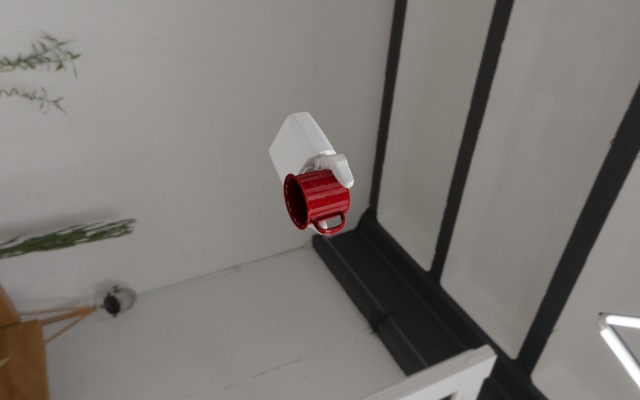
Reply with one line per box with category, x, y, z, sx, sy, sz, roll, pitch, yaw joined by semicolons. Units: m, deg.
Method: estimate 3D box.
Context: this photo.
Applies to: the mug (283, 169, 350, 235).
mug;0.001;0.004;0.772;0.081;0.117;0.093;-15;-32;-24
